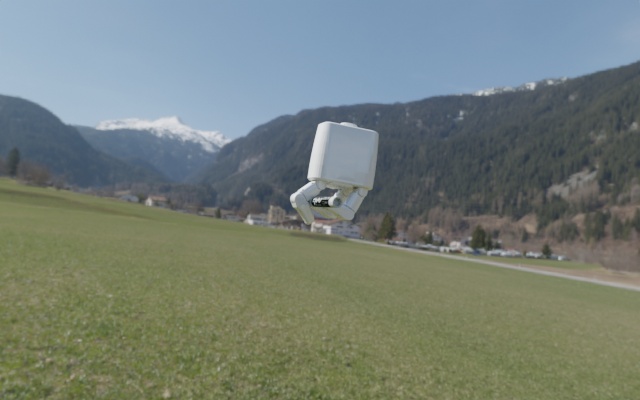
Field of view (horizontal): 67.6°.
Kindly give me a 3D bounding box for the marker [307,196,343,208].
[{"bbox_3d":[0.000,0.003,0.821,0.020,0.020,0.121,0,0,-27],"label":"marker"}]
